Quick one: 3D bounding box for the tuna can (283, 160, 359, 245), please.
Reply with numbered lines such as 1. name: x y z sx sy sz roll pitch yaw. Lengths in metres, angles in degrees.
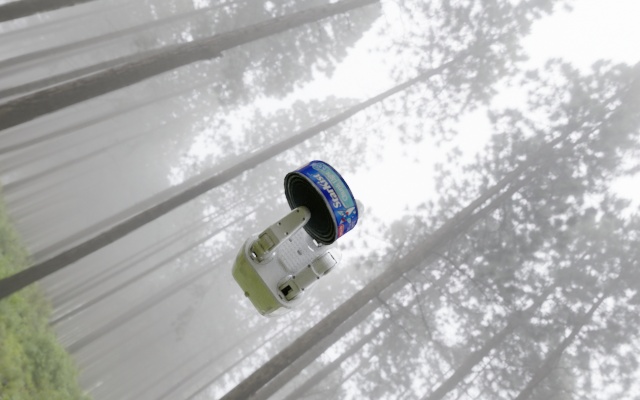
1. tuna can: 0.001 0.001 0.496 0.033 0.086 0.086 -32 15 -25
